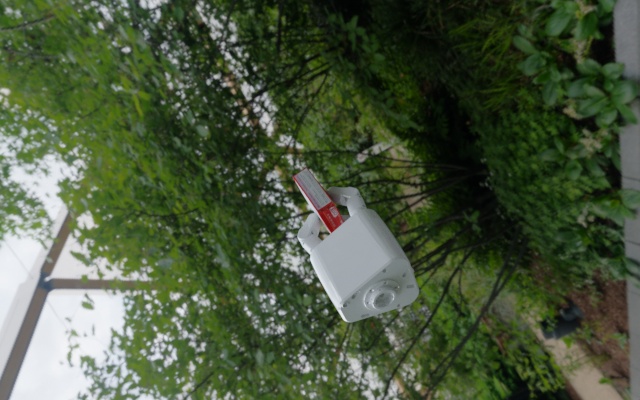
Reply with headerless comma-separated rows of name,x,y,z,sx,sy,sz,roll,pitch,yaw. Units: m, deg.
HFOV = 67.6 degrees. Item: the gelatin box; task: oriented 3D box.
gelatin box,0.000,0.002,0.723,0.030,0.089,0.073,-34,-39,-3
